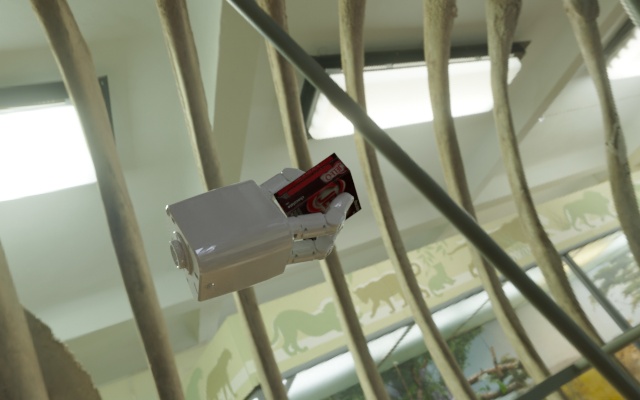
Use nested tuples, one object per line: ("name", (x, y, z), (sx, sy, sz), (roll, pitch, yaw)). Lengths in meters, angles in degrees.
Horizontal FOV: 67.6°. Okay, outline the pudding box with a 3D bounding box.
("pudding box", (0.000, 0.002, 0.595), (0.090, 0.039, 0.113), (-34, -25, -4))
